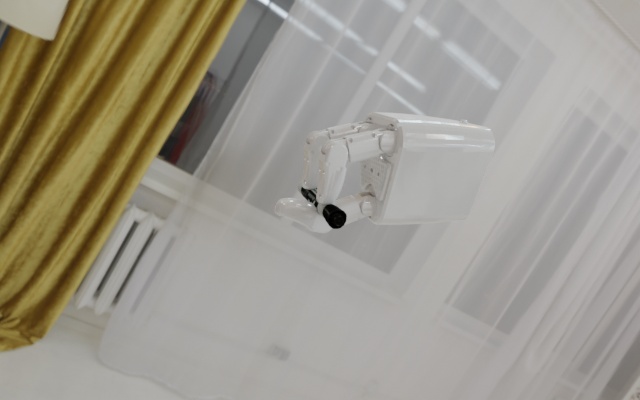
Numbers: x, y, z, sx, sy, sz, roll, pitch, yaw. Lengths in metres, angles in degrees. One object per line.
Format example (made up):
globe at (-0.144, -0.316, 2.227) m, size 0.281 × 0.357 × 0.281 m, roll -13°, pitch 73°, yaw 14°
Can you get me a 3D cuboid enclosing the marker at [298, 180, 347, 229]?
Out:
marker at (0.000, 0.002, 0.480) m, size 0.020 × 0.020 × 0.121 m, roll 0°, pitch 16°, yaw -17°
